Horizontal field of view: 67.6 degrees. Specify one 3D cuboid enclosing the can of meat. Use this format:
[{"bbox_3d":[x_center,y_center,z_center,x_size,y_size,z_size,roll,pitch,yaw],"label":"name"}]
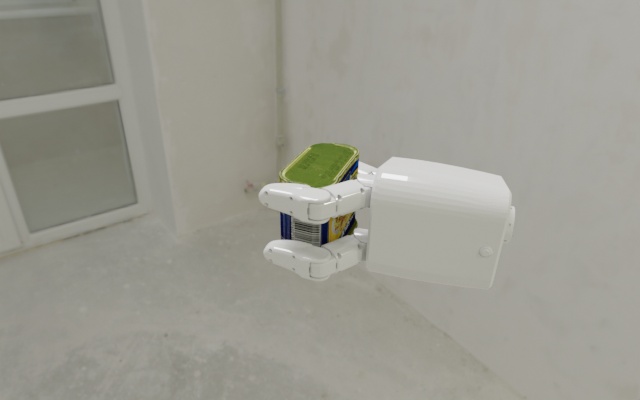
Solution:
[{"bbox_3d":[0.000,0.001,0.447,0.057,0.084,0.102,12,31,17],"label":"can of meat"}]
